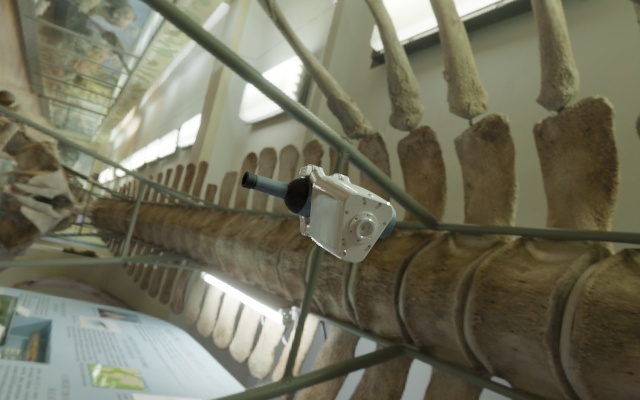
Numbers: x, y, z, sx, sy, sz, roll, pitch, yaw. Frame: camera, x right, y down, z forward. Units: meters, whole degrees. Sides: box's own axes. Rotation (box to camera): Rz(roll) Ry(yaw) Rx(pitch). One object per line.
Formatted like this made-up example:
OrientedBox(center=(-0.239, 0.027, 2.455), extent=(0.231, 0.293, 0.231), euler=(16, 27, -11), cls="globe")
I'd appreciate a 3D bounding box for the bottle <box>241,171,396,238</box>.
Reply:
OrientedBox(center=(0.000, 0.003, 0.850), extent=(0.296, 0.069, 0.069), euler=(17, -8, -28), cls="bottle")
